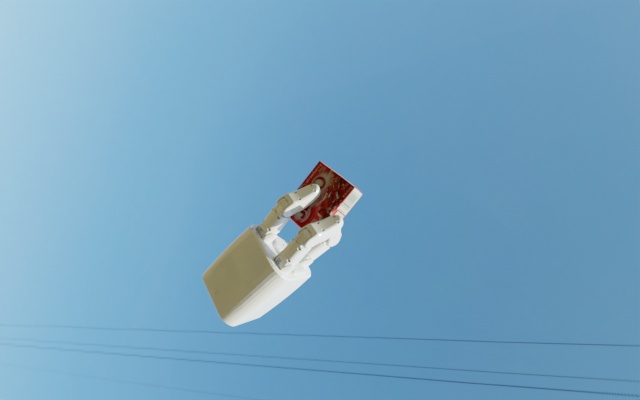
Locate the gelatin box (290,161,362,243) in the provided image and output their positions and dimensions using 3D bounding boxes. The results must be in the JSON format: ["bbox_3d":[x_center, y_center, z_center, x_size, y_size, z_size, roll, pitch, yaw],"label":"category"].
[{"bbox_3d":[0.001,0.002,0.646,0.073,0.089,0.030,39,1,35],"label":"gelatin box"}]
